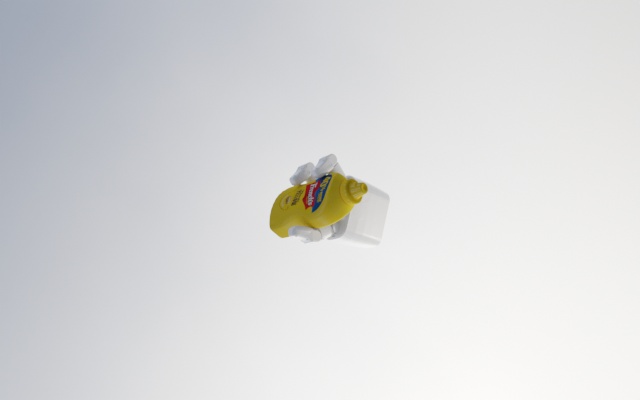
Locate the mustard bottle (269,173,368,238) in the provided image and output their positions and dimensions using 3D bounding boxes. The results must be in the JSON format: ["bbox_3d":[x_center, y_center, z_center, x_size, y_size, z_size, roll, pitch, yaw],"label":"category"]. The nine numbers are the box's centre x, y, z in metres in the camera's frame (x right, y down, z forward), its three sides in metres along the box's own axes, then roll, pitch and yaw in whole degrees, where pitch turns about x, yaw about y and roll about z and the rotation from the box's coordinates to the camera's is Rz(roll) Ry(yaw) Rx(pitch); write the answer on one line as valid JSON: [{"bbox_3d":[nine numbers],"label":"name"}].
[{"bbox_3d":[0.000,0.002,0.788,0.191,0.096,0.058,-17,-51,42],"label":"mustard bottle"}]
